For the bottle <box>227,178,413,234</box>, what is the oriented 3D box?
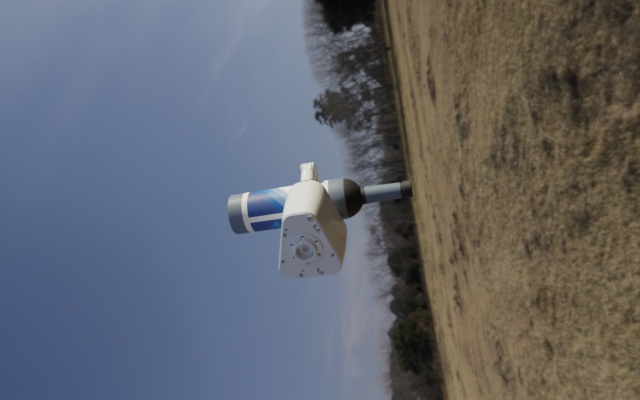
[{"bbox_3d":[0.000,0.003,0.777,0.296,0.069,0.069,-8,-1,9],"label":"bottle"}]
